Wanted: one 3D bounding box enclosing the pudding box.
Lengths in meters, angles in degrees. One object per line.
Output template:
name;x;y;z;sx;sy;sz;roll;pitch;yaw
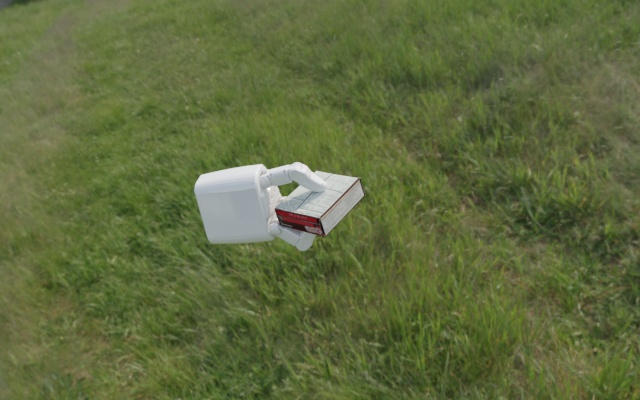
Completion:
pudding box;0.000;0.002;0.723;0.090;0.039;0.113;12;44;37
